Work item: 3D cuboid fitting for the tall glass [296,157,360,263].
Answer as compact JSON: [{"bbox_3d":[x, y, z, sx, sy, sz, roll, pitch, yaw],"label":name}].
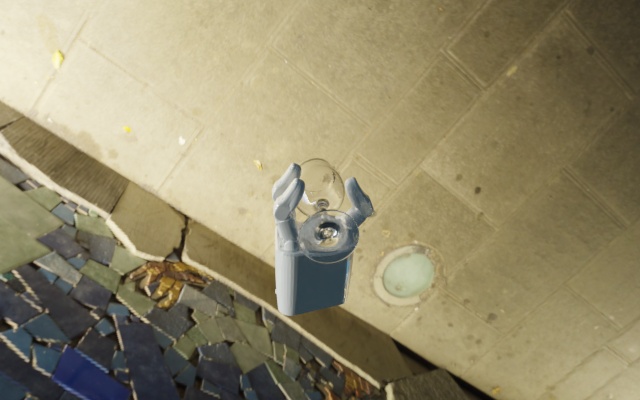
[{"bbox_3d":[0.000,0.002,0.660,0.079,0.079,0.201,0,26,-6],"label":"tall glass"}]
